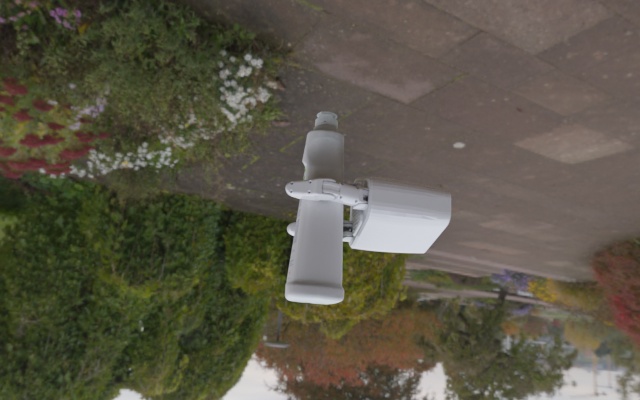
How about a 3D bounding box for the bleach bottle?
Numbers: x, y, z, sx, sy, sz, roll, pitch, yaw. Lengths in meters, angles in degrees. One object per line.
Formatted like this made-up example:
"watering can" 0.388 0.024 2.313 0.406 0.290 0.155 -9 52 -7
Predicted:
"bleach bottle" 0.000 0.002 0.612 0.068 0.250 0.102 7 -15 -7
